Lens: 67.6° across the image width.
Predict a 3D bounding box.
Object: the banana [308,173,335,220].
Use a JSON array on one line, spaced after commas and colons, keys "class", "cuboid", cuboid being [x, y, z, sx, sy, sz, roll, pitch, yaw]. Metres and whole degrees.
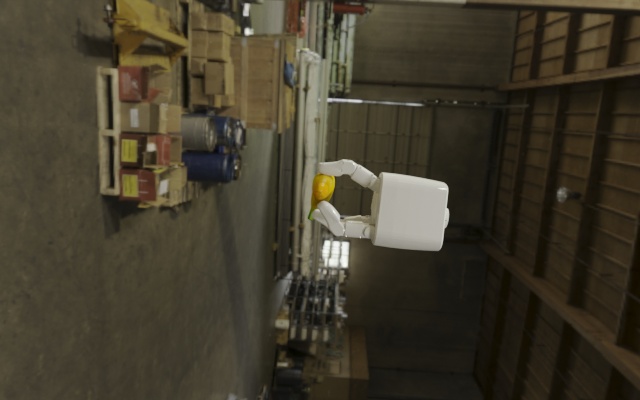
[{"class": "banana", "cuboid": [0.003, -0.014, 0.811, 0.037, 0.069, 0.198, 11, -13, 0]}]
